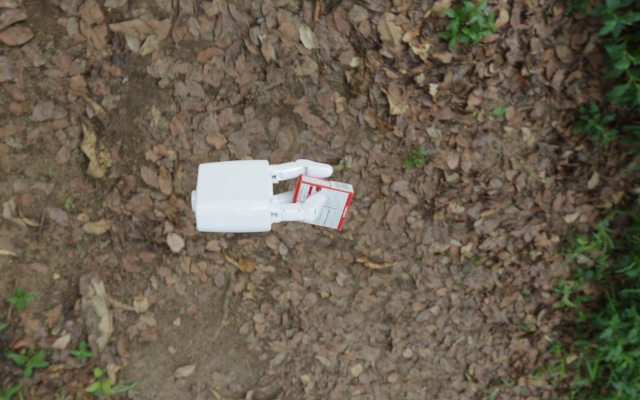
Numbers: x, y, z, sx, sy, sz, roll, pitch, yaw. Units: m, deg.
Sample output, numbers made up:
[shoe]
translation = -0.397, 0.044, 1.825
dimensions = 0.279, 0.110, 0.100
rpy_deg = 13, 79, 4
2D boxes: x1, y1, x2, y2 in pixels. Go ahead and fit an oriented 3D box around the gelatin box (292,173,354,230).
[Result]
[gelatin box]
translation = 0.000, 0.003, 0.762
dimensions = 0.089, 0.073, 0.030
rpy_deg = 12, 29, -9
